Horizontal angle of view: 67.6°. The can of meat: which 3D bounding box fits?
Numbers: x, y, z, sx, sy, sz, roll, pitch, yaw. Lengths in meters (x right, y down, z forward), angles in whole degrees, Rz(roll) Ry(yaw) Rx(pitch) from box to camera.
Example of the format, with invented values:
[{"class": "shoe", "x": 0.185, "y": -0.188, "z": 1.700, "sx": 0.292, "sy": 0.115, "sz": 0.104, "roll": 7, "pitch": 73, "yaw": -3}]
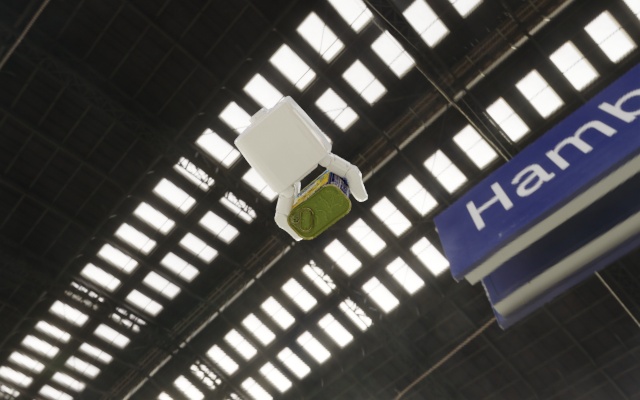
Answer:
[{"class": "can of meat", "x": 0.000, "y": 0.002, "z": 0.764, "sx": 0.102, "sy": 0.057, "sz": 0.084, "roll": -38, "pitch": 16, "yaw": 19}]
